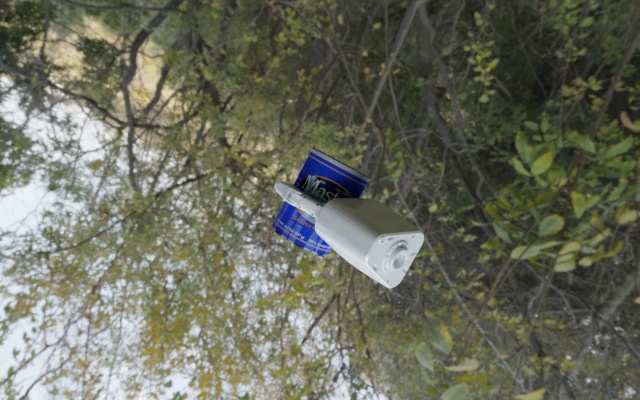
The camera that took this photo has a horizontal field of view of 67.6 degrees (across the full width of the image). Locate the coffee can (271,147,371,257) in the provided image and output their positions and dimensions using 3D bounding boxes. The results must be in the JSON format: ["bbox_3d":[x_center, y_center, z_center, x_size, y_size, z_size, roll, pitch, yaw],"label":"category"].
[{"bbox_3d":[0.000,0.002,0.746,0.103,0.140,0.103,28,6,-3],"label":"coffee can"}]
